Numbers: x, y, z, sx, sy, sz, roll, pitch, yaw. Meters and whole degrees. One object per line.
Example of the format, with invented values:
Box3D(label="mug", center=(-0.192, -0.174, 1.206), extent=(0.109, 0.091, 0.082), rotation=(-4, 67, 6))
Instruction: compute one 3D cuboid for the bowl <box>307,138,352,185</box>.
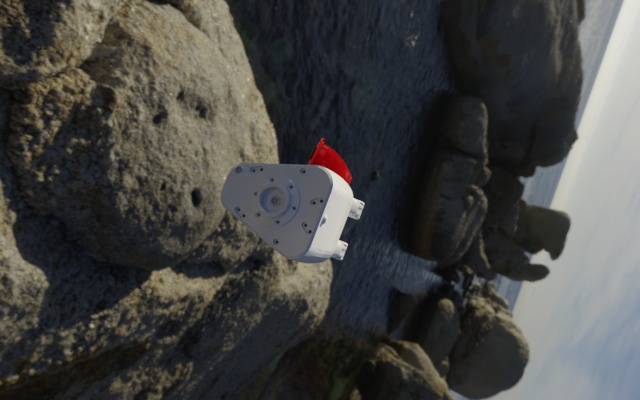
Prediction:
Box3D(label="bowl", center=(0.001, 0.002, 0.635), extent=(0.055, 0.162, 0.162), rotation=(21, 1, 3))
